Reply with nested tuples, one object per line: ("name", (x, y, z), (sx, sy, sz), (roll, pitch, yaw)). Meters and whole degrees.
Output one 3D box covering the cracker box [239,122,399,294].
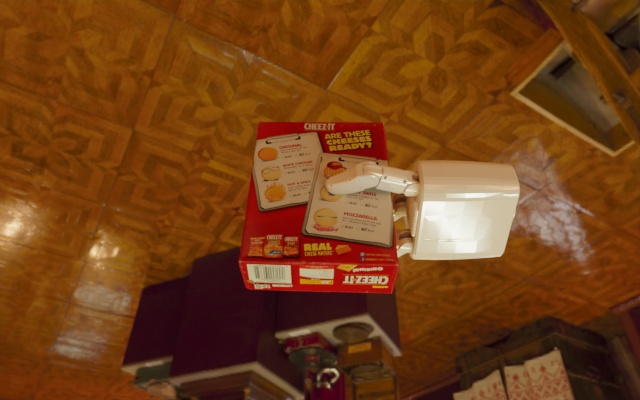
("cracker box", (0.000, 0.002, 0.567), (0.164, 0.213, 0.072), (1, -40, 0))
